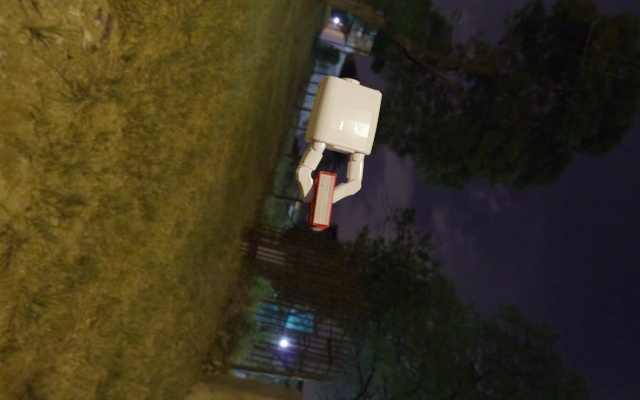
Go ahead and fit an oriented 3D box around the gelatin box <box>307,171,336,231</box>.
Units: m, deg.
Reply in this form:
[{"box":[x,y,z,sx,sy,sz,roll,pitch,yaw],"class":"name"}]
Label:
[{"box":[0.001,0.003,0.793,0.030,0.089,0.073,9,-10,-8],"class":"gelatin box"}]
